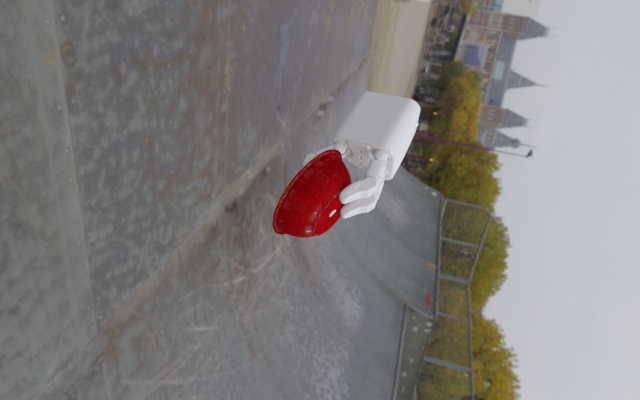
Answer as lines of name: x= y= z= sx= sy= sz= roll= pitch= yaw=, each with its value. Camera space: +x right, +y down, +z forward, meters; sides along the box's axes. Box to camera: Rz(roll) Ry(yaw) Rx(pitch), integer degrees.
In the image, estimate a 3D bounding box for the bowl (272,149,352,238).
bowl: x=0.000 y=0.004 z=0.739 sx=0.055 sy=0.162 sz=0.162 roll=38 pitch=14 yaw=19
